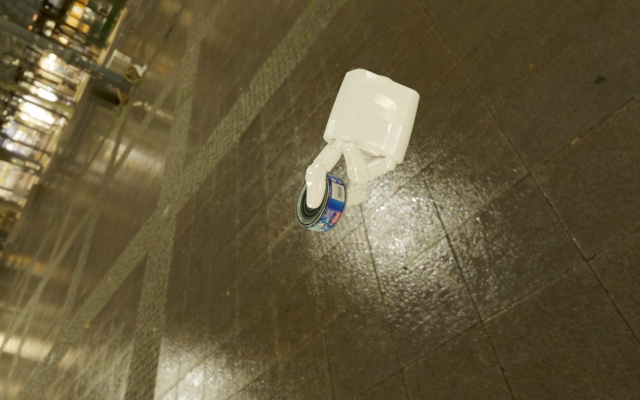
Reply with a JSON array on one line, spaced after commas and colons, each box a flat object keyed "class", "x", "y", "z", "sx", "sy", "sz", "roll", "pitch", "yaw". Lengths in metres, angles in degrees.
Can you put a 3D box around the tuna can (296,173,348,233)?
[{"class": "tuna can", "x": 0.000, "y": 0.002, "z": 0.695, "sx": 0.034, "sy": 0.086, "sz": 0.086, "roll": 18, "pitch": -10, "yaw": -32}]
